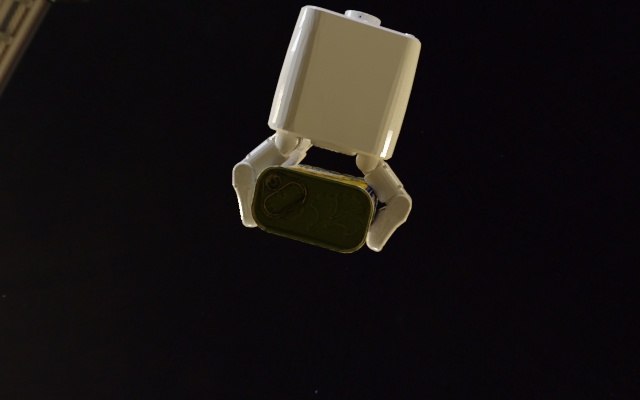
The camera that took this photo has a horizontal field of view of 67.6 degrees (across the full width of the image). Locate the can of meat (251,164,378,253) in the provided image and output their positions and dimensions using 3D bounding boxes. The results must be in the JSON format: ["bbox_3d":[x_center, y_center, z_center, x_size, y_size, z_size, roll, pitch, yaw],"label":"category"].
[{"bbox_3d":[0.000,0.001,0.434,0.102,0.057,0.084,14,11,10],"label":"can of meat"}]
